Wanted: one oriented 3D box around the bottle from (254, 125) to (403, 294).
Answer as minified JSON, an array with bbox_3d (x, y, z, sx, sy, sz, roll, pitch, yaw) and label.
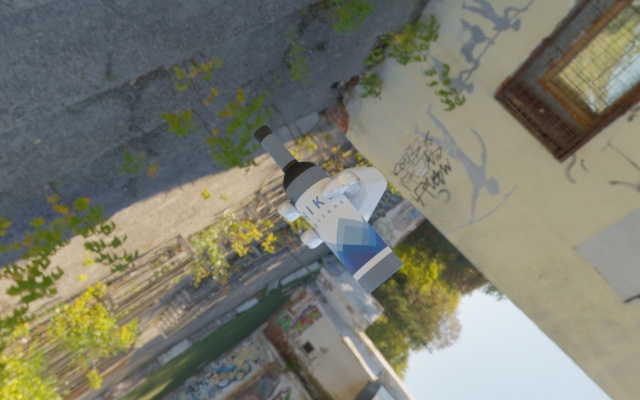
[{"bbox_3d":[0.000,0.003,0.708,0.069,0.295,0.069,-38,-13,-10],"label":"bottle"}]
